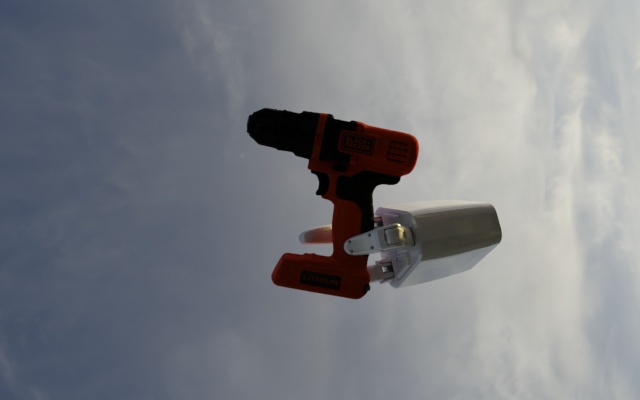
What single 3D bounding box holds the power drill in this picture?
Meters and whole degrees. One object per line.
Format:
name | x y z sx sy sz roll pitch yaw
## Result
power drill | 0.000 0.002 0.512 0.184 0.187 0.057 11 5 1
